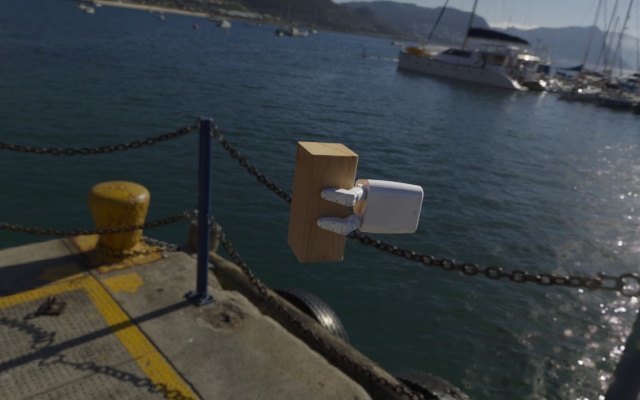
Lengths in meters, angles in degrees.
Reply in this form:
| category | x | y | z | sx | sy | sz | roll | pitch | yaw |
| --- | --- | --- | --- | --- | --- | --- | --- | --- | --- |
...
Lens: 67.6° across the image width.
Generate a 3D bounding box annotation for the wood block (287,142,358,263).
| category | x | y | z | sx | sy | sz | roll | pitch | yaw |
| --- | --- | --- | --- | --- | --- | --- | --- | --- | --- |
| wood block | 0.000 | 0.003 | 0.893 | 0.090 | 0.206 | 0.090 | 0 | 21 | -20 |
